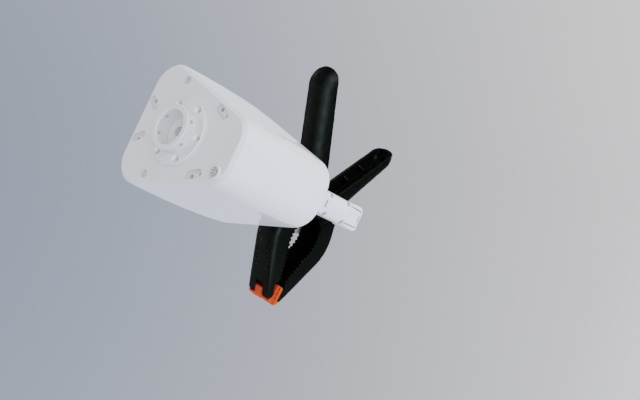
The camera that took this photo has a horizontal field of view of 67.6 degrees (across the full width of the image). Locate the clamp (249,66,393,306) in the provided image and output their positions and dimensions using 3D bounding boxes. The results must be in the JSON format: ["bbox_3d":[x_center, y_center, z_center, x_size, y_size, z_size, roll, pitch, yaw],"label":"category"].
[{"bbox_3d":[0.000,0.002,0.462,0.036,0.210,0.164,22,-4,35],"label":"clamp"}]
